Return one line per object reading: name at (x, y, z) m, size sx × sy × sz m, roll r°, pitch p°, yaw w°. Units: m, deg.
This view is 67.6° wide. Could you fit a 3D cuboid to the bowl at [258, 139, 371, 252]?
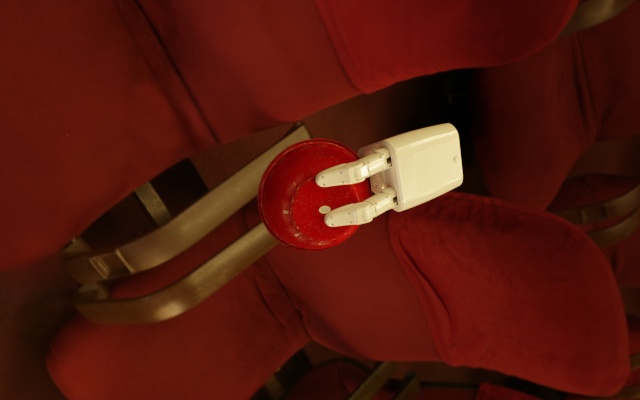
bowl at (-0.001, 0.003, 0.632) m, size 0.162 × 0.162 × 0.055 m, roll 0°, pitch 17°, yaw -15°
